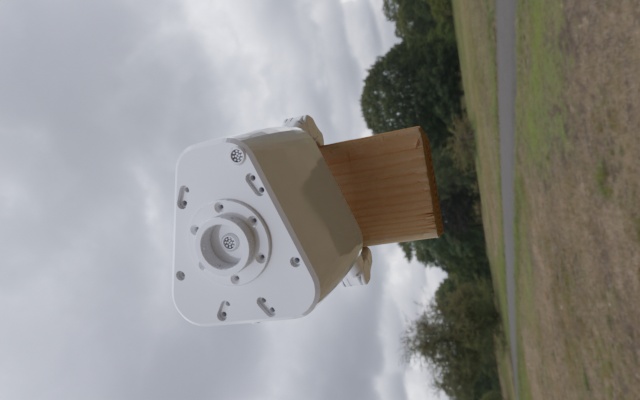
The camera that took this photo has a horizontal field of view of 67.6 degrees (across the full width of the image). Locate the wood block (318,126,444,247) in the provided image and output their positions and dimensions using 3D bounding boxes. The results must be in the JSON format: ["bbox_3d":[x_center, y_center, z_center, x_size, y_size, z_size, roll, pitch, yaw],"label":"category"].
[{"bbox_3d":[0.000,0.001,0.438,0.206,0.091,0.090,-9,-3,17],"label":"wood block"}]
